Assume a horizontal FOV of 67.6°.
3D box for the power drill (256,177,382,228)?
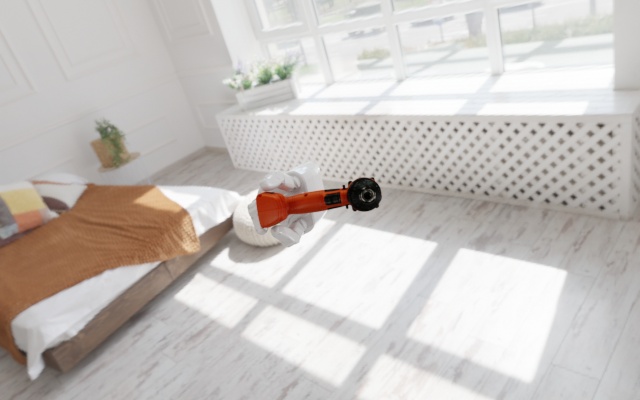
[{"bbox_3d":[0.000,0.002,0.734,0.187,0.057,0.184,-8,0,3],"label":"power drill"}]
